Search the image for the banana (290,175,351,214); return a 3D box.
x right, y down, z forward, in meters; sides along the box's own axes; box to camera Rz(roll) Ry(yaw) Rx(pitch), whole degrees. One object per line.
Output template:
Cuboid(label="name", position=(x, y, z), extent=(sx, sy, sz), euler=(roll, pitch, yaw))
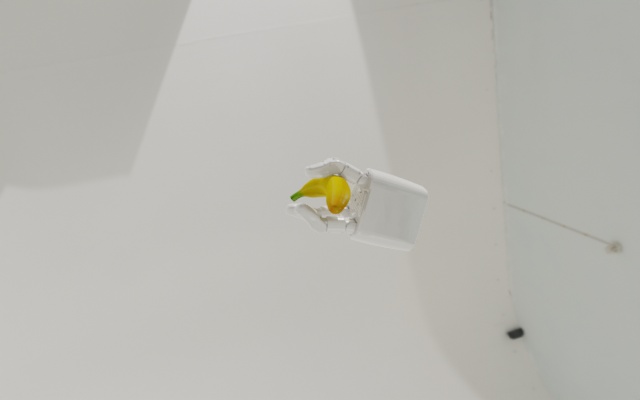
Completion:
Cuboid(label="banana", position=(0.011, -0.012, 0.745), extent=(0.037, 0.069, 0.198), euler=(44, -10, -17))
